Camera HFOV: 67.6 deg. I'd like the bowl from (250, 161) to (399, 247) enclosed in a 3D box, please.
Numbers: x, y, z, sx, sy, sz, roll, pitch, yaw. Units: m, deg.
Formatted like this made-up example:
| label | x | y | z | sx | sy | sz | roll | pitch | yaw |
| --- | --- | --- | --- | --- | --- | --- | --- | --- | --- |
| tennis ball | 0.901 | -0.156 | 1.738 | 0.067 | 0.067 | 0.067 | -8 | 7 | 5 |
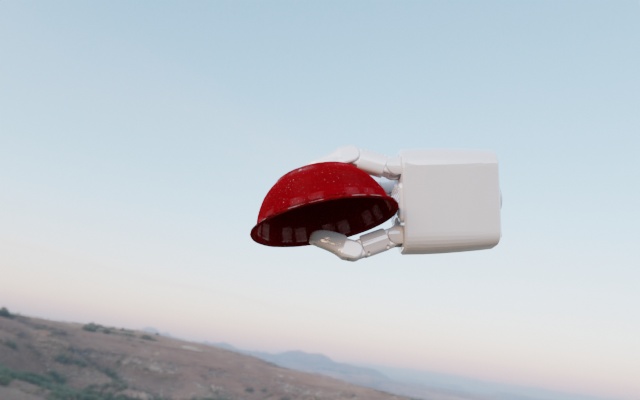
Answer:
| label | x | y | z | sx | sy | sz | roll | pitch | yaw |
| --- | --- | --- | --- | --- | --- | --- | --- | --- | --- |
| bowl | -0.001 | 0.001 | 0.518 | 0.162 | 0.055 | 0.162 | -11 | -19 | -4 |
